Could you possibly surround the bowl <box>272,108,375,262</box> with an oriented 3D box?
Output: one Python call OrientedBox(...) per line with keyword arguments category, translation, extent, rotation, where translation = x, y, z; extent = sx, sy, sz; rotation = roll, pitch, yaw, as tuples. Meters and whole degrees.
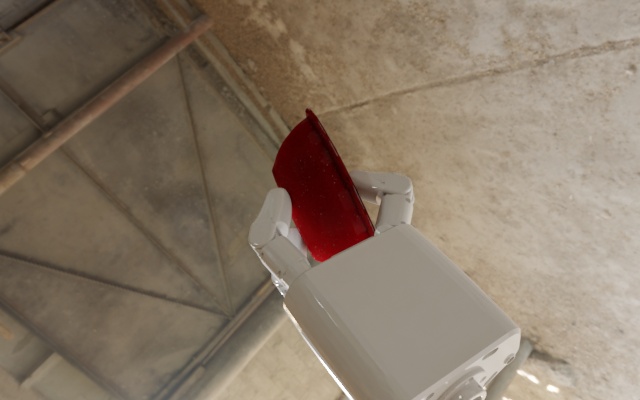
OrientedBox(category="bowl", translation=(-0.001, 0.001, 0.433), extent=(0.055, 0.162, 0.162), rotation=(-26, 0, -1))
